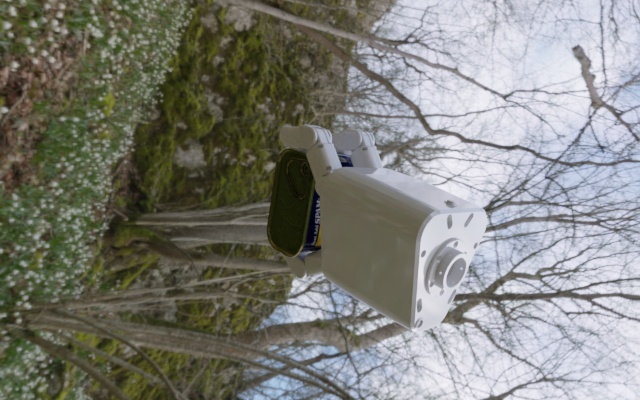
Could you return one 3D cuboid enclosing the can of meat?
[{"bbox_3d":[0.000,0.002,0.485,0.084,0.102,0.057,-1,16,-41],"label":"can of meat"}]
